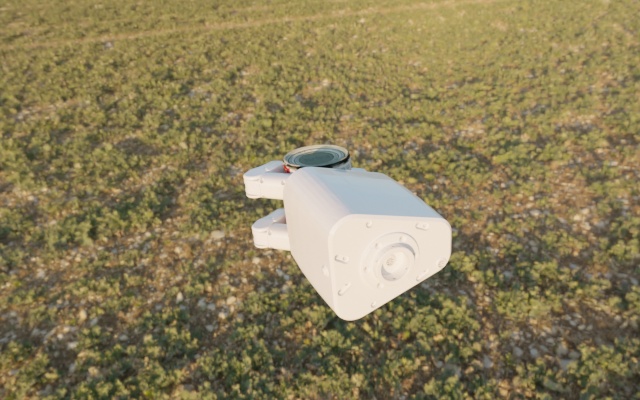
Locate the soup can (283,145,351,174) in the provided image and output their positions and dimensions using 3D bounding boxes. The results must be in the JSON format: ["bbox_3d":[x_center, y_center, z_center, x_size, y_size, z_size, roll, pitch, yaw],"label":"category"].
[{"bbox_3d":[0.000,0.001,0.487,0.068,0.102,0.068,-5,24,2],"label":"soup can"}]
